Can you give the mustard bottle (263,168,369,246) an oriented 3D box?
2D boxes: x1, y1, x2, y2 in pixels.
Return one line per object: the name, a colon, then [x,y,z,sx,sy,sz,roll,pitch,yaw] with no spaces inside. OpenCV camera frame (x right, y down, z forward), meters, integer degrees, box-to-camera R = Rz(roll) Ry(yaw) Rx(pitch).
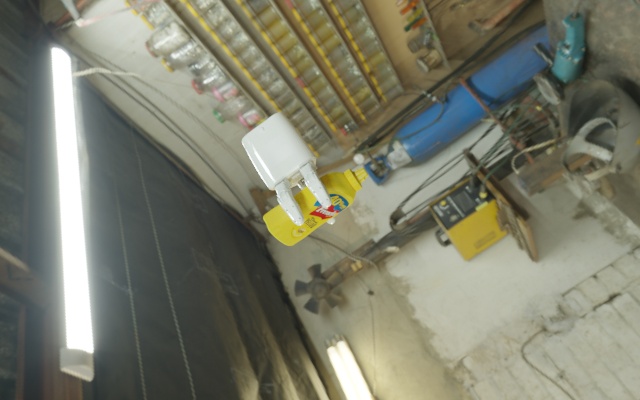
mustard bottle: [0.000,0.003,0.838,0.191,0.058,0.096,-35,-33,8]
